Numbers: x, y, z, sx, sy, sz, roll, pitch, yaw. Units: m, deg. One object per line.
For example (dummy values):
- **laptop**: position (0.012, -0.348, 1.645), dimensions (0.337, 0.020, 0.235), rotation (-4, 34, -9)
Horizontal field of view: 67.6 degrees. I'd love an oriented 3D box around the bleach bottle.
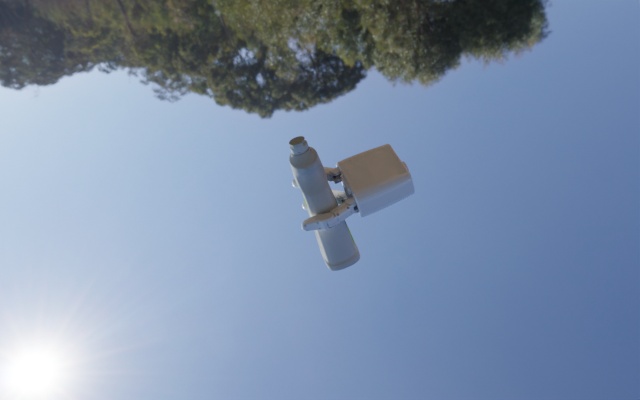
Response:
- **bleach bottle**: position (0.000, 0.003, 0.855), dimensions (0.068, 0.251, 0.102), rotation (-23, 33, -2)
